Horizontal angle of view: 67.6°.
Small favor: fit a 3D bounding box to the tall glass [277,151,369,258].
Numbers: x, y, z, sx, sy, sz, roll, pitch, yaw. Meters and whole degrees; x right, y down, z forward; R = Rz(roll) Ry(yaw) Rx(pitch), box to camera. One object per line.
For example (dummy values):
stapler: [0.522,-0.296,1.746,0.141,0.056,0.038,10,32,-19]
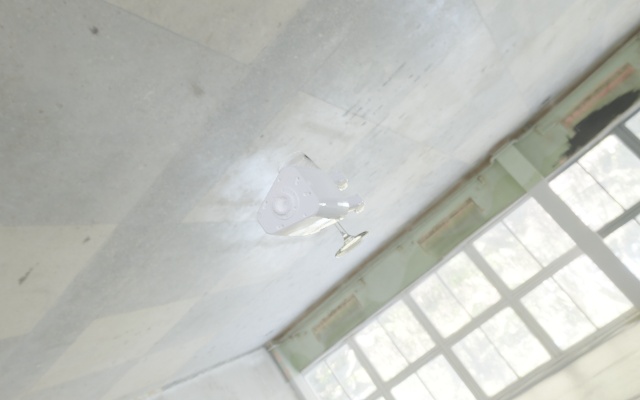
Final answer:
tall glass: [0.001,0.003,0.875,0.079,0.201,0.079,-32,-19,-13]
